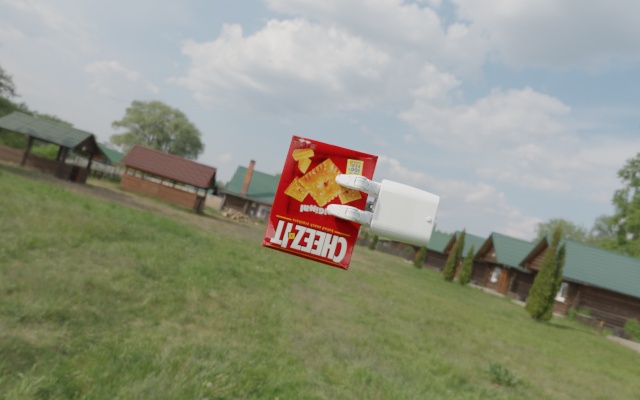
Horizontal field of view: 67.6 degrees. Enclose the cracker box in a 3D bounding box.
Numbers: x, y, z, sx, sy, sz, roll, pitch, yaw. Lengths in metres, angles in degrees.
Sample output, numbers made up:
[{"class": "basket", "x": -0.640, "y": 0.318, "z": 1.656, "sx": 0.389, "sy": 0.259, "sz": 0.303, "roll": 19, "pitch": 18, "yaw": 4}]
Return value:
[{"class": "cracker box", "x": 0.000, "y": 0.003, "z": 0.878, "sx": 0.164, "sy": 0.213, "sz": 0.072, "roll": 15, "pitch": -4, "yaw": 4}]
